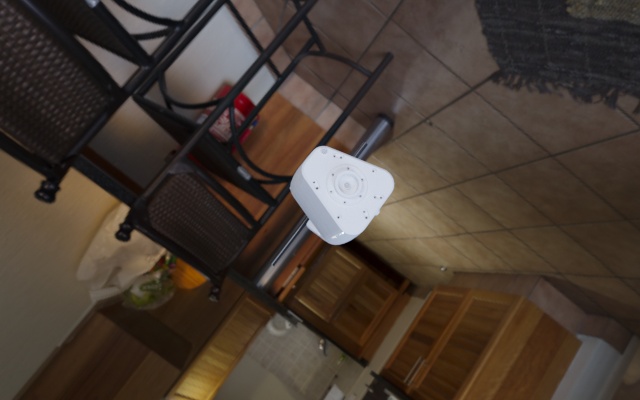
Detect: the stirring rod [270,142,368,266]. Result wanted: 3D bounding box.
[{"bbox_3d":[0.000,0.002,0.732,0.011,0.239,0.011,35,-13,10],"label":"stirring rod"}]
